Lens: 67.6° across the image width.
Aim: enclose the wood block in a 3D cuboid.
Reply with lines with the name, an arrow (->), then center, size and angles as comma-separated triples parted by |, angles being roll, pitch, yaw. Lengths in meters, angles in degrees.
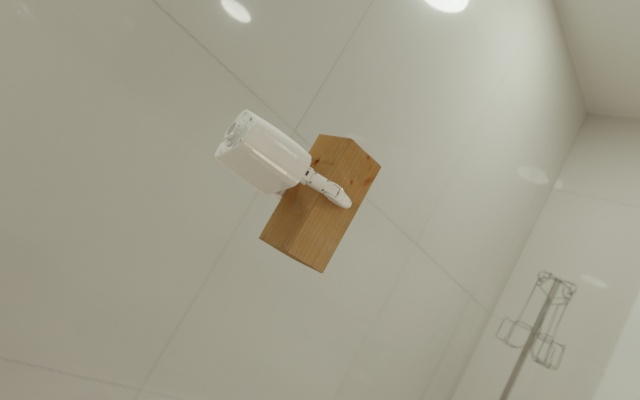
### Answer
wood block -> 0.000, 0.002, 0.796 | 0.090, 0.206, 0.091 | 37, -12, -38
